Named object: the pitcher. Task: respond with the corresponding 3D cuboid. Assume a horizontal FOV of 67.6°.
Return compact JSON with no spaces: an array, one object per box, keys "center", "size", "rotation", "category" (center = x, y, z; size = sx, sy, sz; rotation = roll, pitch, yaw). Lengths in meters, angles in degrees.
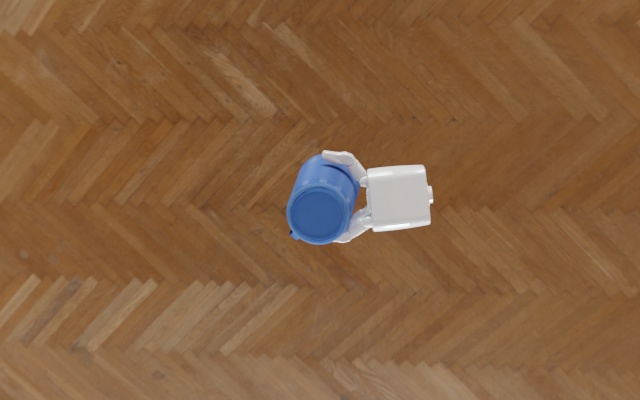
[{"center":[0.000,0.003,0.899],"size":[0.145,0.149,0.242],"rotation":[-5,14,7],"category":"pitcher"}]
